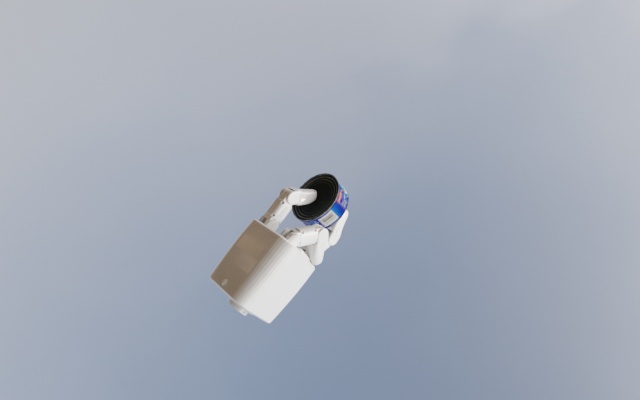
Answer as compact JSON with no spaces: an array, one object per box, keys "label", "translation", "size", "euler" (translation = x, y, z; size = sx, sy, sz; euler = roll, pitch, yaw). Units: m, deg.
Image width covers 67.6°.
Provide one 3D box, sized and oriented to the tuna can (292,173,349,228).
[{"label":"tuna can","translation":[0.000,0.003,0.737],"size":[0.086,0.086,0.034],"euler":[0,-32,40]}]
